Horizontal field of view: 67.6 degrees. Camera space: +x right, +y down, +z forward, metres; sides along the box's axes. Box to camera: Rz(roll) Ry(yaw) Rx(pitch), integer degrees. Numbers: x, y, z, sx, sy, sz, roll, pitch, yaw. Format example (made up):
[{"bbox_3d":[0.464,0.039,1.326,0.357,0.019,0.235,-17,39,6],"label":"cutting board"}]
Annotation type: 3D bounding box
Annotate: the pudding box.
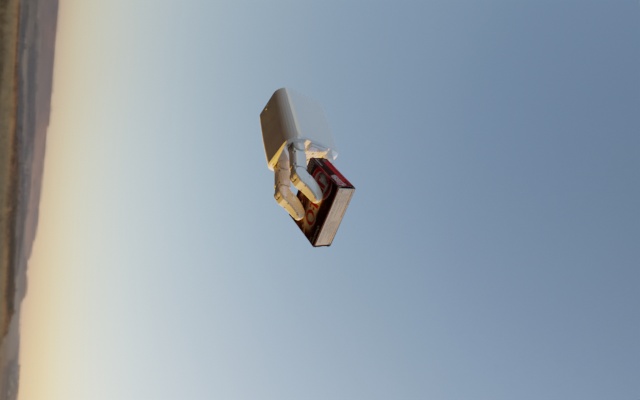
[{"bbox_3d":[0.000,0.002,0.744,0.039,0.113,0.090,1,33,-33],"label":"pudding box"}]
